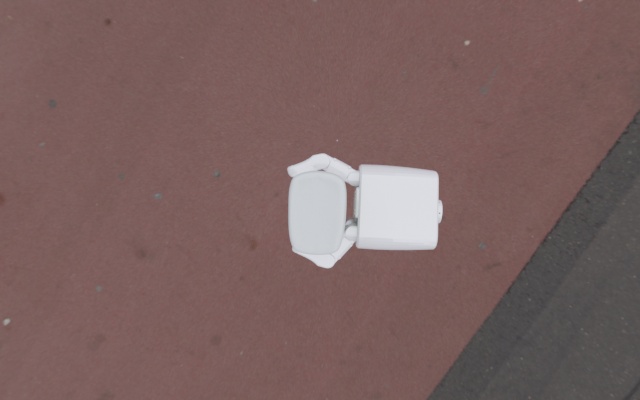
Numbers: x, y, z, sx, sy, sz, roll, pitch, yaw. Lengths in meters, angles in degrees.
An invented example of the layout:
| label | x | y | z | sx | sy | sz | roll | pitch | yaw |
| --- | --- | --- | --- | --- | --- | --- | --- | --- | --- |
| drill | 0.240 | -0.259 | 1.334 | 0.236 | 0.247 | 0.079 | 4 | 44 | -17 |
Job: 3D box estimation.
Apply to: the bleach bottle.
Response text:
| label | x | y | z | sx | sy | sz | roll | pitch | yaw |
| --- | --- | --- | --- | --- | --- | --- | --- | --- | --- |
| bleach bottle | 0.000 | 0.002 | 0.672 | 0.068 | 0.102 | 0.251 | 3 | 7 | 2 |
